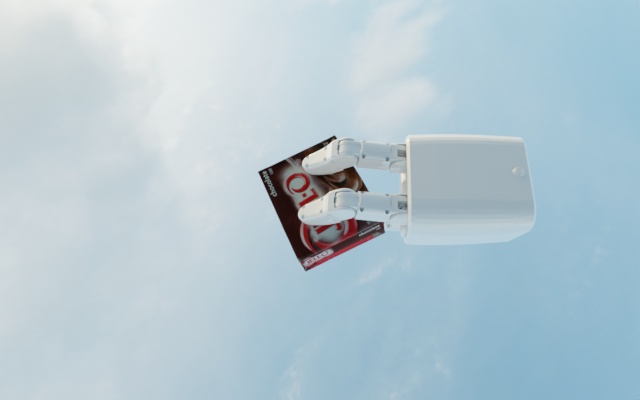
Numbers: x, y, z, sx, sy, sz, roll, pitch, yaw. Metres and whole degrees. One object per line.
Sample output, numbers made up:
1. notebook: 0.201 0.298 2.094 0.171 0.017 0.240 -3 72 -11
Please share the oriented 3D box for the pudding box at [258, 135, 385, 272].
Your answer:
1. pudding box: 0.000 0.002 0.478 0.090 0.113 0.039 -26 -30 -4
